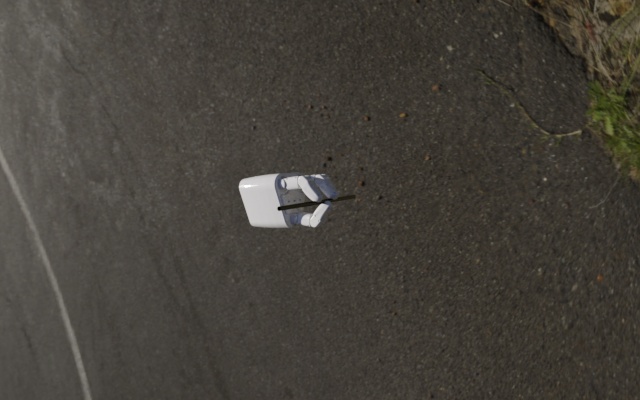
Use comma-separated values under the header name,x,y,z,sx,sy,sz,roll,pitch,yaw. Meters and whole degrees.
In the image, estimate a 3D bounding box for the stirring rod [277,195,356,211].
name,x,y,z,sx,sy,sz,roll,pitch,yaw
stirring rod,0.000,0.003,0.900,0.011,0.011,0.239,0,5,36
